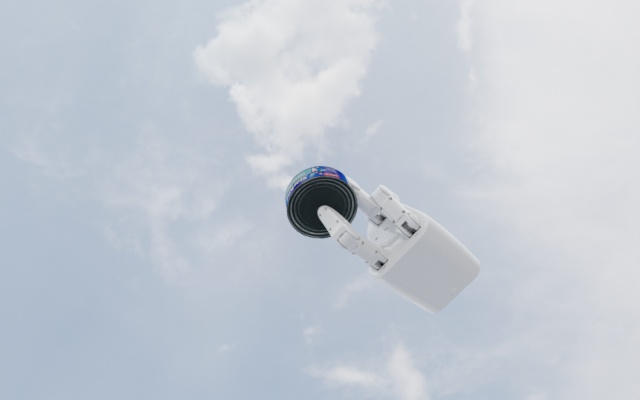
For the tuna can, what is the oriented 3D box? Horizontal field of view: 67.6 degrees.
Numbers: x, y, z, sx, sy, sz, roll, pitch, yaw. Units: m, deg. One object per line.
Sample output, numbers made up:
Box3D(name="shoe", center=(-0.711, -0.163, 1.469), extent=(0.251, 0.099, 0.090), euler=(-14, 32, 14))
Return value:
Box3D(name="tuna can", center=(0.000, 0.002, 0.581), extent=(0.086, 0.086, 0.033), euler=(0, 29, -10))
